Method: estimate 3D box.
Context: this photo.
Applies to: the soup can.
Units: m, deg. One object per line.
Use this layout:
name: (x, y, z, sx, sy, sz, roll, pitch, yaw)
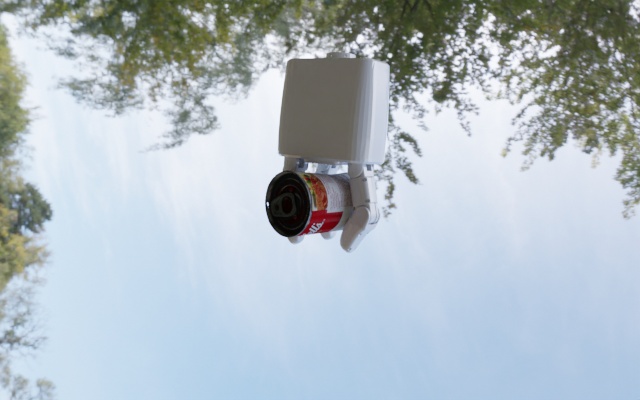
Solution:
soup can: (0.000, 0.002, 0.518, 0.068, 0.068, 0.102, 0, 2, 43)
